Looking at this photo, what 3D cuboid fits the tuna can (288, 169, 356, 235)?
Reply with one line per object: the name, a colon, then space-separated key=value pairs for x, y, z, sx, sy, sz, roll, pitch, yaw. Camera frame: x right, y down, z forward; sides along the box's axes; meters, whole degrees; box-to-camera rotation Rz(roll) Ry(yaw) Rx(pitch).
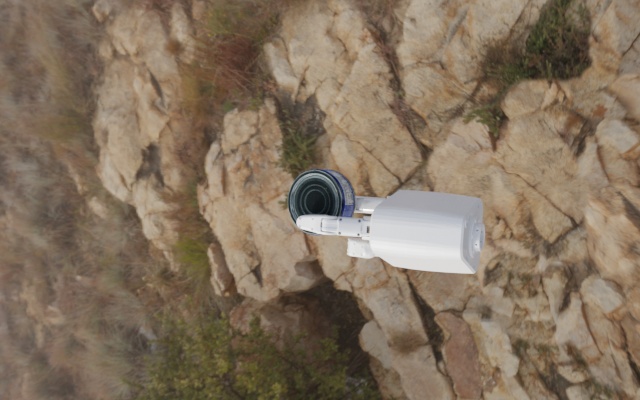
tuna can: x=0.000 y=0.002 z=0.616 sx=0.086 sy=0.086 sz=0.034 roll=0 pitch=1 yaw=32
